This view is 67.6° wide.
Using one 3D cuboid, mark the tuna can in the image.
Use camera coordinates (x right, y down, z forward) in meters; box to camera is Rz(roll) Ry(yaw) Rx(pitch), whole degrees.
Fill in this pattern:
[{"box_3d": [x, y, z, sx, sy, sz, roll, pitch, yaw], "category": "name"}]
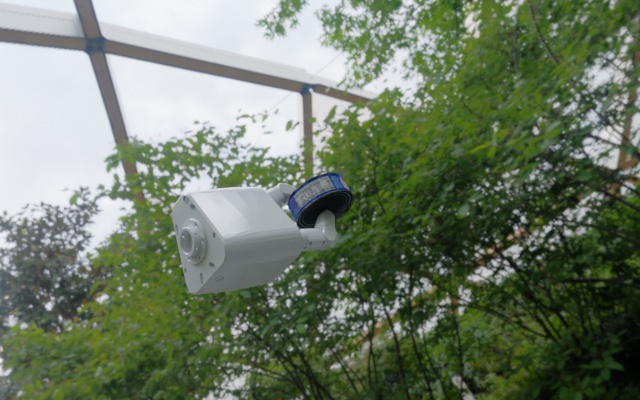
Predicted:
[{"box_3d": [0.000, 0.002, 0.639, 0.086, 0.033, 0.086, -23, -27, -13], "category": "tuna can"}]
